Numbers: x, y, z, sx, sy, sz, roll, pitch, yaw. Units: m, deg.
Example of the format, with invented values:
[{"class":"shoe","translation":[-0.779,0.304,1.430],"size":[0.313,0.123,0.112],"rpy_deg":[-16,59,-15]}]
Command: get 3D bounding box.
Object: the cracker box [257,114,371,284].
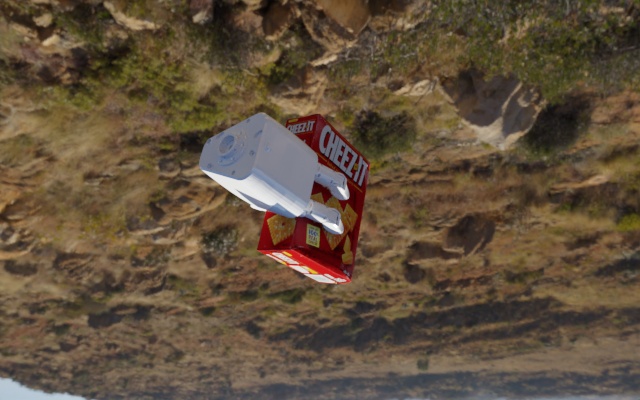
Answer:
[{"class":"cracker box","translation":[0.000,0.003,0.731],"size":[0.072,0.213,0.164],"rpy_deg":[-4,-26,35]}]
